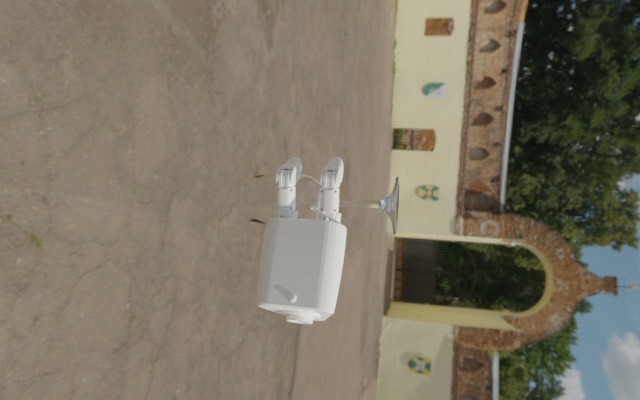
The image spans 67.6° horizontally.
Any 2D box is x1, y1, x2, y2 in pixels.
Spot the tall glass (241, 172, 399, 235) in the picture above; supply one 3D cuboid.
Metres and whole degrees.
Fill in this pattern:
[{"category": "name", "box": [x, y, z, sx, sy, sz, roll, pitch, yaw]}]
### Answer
[{"category": "tall glass", "box": [0.001, 0.002, 0.629, 0.201, 0.079, 0.079, 3, 1, 12]}]
